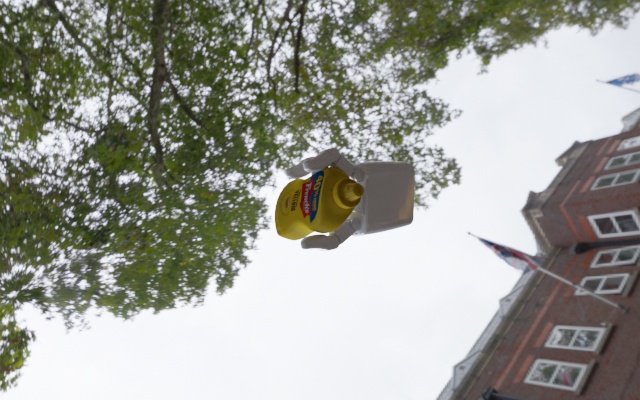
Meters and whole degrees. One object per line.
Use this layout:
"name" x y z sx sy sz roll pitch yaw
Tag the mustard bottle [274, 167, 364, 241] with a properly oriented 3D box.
"mustard bottle" 0.000 0.002 0.704 0.058 0.096 0.191 22 -21 -28
